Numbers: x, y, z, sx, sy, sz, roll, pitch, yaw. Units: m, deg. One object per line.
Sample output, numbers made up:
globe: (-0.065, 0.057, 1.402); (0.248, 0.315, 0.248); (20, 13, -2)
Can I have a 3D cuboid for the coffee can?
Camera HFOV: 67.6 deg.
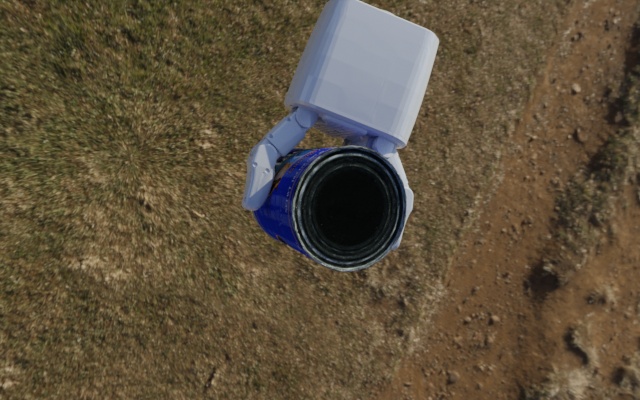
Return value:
coffee can: (0.000, 0.002, 0.447); (0.103, 0.103, 0.140); (0, 5, -22)
